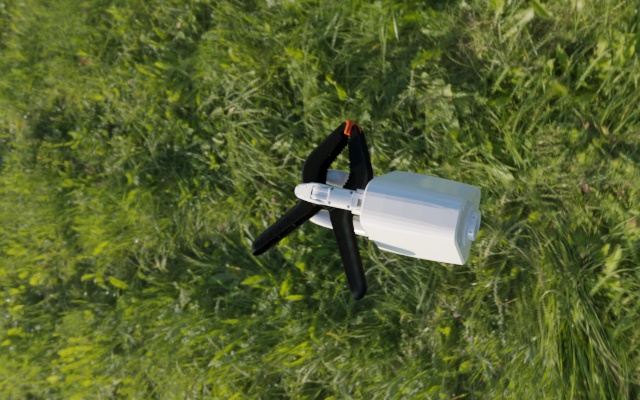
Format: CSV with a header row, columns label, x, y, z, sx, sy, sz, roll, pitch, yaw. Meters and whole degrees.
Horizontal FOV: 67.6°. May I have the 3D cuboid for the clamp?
label,x,y,z,sx,sy,sz,roll,pitch,yaw
clamp,0.000,0.001,0.595,0.164,0.210,0.036,12,-1,24
